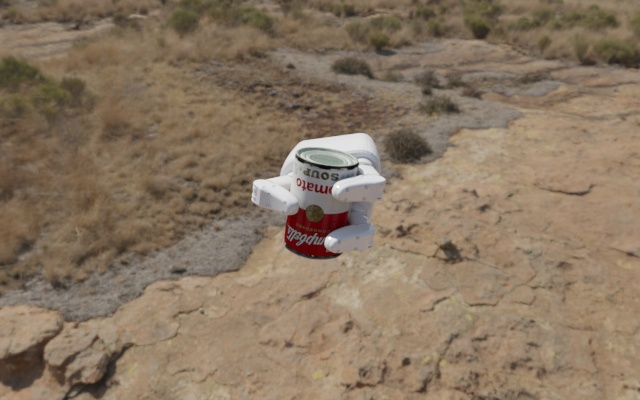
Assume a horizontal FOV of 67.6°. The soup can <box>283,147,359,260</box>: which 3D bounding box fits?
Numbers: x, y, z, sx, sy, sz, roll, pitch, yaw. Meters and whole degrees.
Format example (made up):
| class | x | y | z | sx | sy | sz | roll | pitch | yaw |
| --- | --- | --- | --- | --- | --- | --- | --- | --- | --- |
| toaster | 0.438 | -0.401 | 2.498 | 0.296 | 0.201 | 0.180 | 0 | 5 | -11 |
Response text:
| class | x | y | z | sx | sy | sz | roll | pitch | yaw |
| --- | --- | --- | --- | --- | --- | --- | --- | --- | --- |
| soup can | 0.000 | 0.002 | 0.502 | 0.068 | 0.102 | 0.068 | 8 | 21 | -3 |
